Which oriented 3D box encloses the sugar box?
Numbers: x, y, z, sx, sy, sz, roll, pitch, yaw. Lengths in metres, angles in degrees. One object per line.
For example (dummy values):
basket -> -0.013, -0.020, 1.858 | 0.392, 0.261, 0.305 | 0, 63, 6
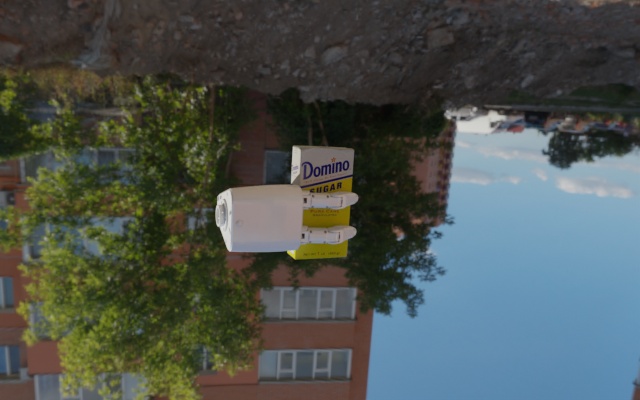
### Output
sugar box -> 0.000, 0.003, 0.762 | 0.093, 0.176, 0.048 | -1, 12, -22
